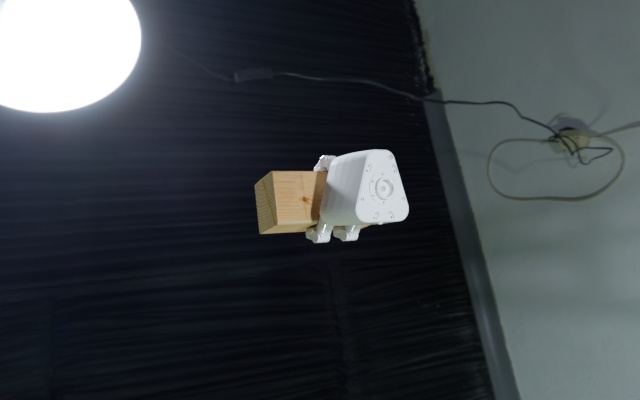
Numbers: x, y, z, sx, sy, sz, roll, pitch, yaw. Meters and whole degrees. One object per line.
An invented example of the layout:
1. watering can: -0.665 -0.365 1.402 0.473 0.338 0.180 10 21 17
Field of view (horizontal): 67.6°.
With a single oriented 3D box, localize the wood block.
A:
1. wood block: 0.000 0.002 0.839 0.206 0.090 0.090 -1 -14 -27
